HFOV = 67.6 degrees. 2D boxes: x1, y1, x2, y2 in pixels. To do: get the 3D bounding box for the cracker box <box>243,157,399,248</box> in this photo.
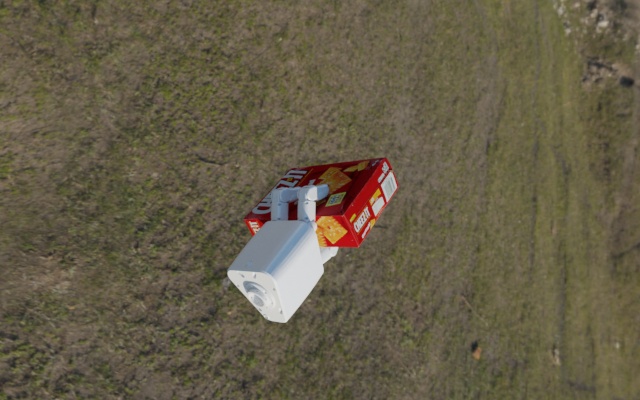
[{"bbox_3d":[0.000,0.003,0.804,0.213,0.072,0.164,-3,34,38],"label":"cracker box"}]
